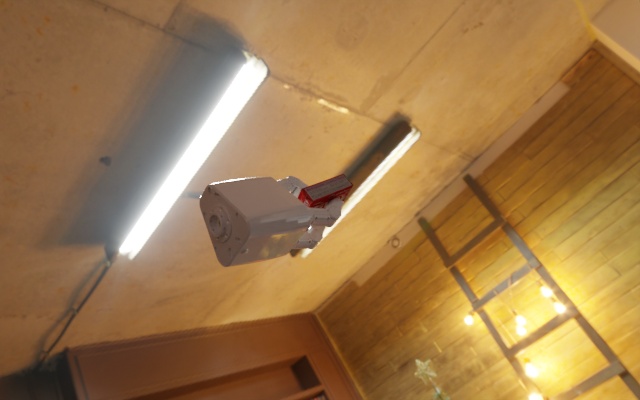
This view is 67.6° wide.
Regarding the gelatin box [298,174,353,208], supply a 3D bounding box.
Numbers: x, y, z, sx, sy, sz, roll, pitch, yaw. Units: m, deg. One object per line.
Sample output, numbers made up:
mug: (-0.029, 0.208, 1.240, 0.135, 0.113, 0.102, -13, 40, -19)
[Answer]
gelatin box: (0.000, 0.002, 0.745, 0.089, 0.030, 0.073, -22, -26, -37)
